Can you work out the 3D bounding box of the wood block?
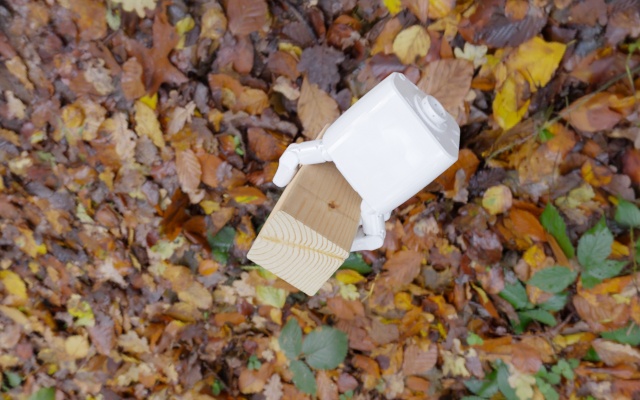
[{"bbox_3d":[0.000,0.002,0.596,0.091,0.090,0.206,33,38,-6],"label":"wood block"}]
